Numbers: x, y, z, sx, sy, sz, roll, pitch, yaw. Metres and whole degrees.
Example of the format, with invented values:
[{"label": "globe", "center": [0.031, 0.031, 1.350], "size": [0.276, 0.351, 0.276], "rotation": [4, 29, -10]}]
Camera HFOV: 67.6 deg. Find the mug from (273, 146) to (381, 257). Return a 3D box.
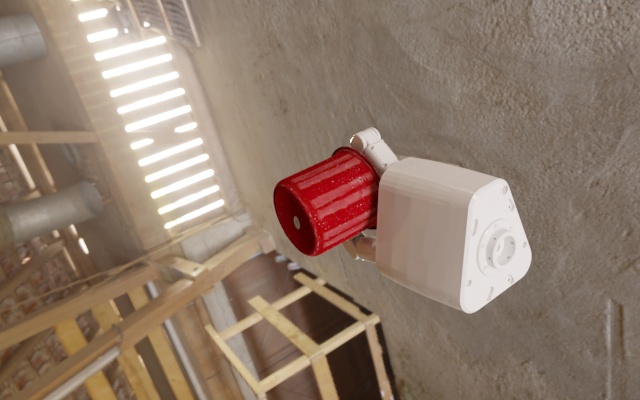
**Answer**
[{"label": "mug", "center": [-0.001, 0.001, 0.486], "size": [0.081, 0.093, 0.117], "rotation": [-26, 23, -27]}]
